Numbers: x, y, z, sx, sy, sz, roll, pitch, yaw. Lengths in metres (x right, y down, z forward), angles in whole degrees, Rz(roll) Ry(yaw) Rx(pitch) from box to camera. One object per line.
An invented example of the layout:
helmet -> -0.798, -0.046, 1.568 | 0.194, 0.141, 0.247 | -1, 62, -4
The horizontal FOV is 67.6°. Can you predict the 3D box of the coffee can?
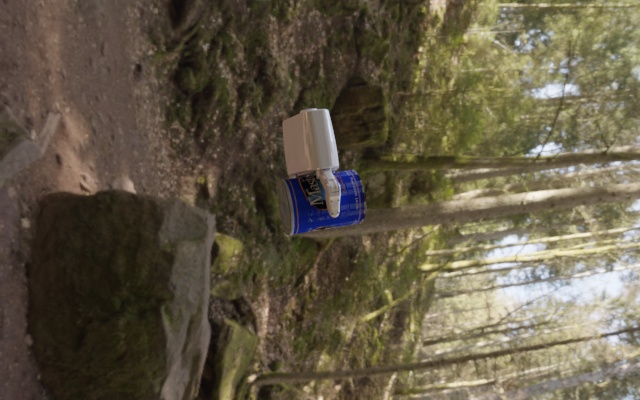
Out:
coffee can -> 0.000, 0.003, 0.876 | 0.140, 0.103, 0.103 | -9, 2, -15
